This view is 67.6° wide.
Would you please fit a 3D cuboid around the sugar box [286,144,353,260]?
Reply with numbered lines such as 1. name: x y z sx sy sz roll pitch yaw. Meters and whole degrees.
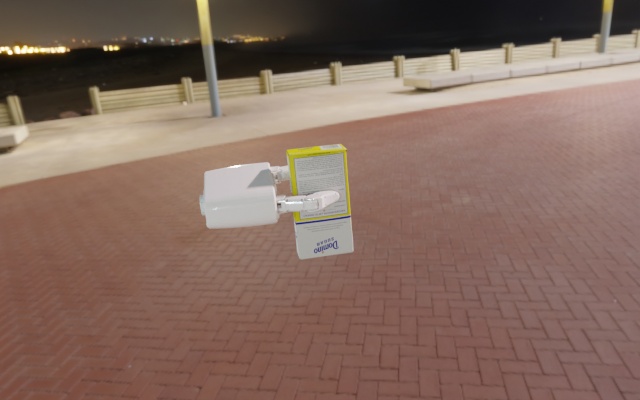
1. sugar box: 0.000 0.002 0.773 0.093 0.176 0.048 -7 20 -7
